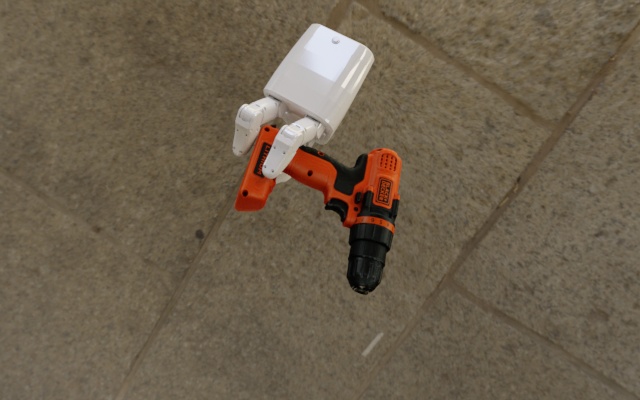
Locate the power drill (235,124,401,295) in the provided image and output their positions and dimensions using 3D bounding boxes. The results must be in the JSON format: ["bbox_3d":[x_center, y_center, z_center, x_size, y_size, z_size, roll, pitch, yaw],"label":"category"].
[{"bbox_3d":[0.000,0.001,0.559,0.187,0.184,0.057,18,-27,-10],"label":"power drill"}]
